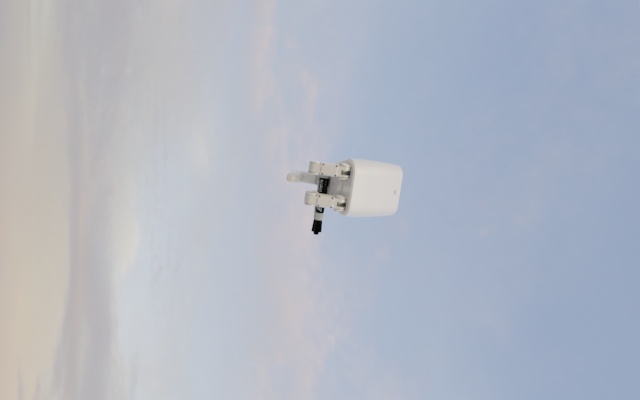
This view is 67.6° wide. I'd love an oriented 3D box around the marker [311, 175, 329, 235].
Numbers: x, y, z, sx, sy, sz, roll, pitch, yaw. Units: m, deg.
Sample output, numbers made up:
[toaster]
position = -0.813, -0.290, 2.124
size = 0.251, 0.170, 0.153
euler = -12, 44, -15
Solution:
[marker]
position = 0.000, 0.003, 0.856
size = 0.020, 0.121, 0.020
euler = 8, 11, -2
